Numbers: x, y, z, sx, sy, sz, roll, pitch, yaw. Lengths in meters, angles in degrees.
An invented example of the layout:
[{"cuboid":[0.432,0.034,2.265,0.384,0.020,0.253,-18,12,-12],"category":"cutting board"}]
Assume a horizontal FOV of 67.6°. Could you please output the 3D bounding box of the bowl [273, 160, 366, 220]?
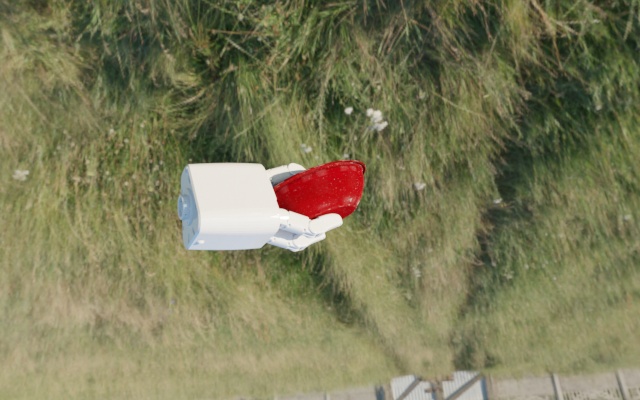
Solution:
[{"cuboid":[0.001,0.002,0.700,0.162,0.055,0.162,-19,-16,-6],"category":"bowl"}]
